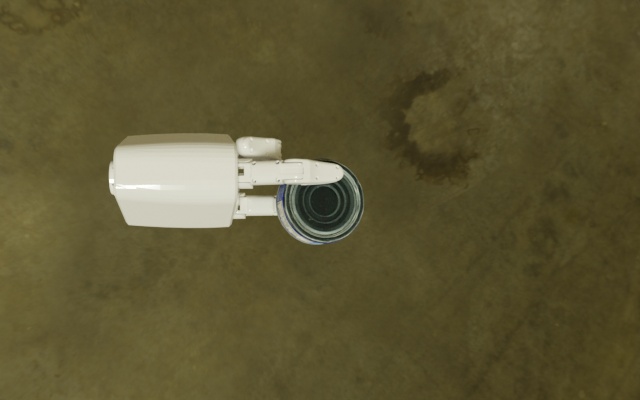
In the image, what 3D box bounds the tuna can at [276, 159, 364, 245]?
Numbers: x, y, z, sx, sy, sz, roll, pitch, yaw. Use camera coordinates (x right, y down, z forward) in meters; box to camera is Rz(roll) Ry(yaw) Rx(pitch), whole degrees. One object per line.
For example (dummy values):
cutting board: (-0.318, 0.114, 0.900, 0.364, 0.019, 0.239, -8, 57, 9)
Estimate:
tuna can: (0.000, 0.002, 0.482, 0.086, 0.086, 0.034, 0, -6, -18)
